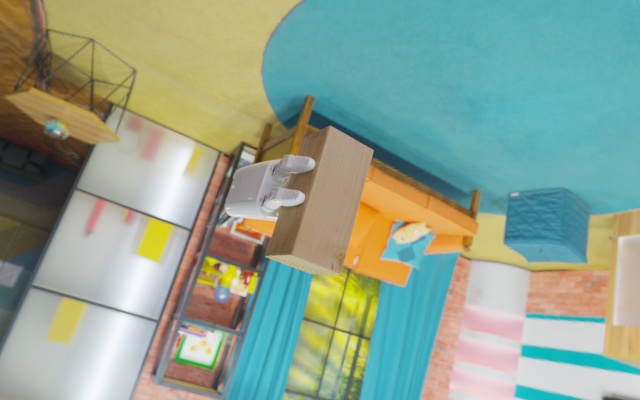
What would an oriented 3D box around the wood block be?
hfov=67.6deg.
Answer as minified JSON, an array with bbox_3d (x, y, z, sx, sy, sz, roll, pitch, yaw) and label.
[{"bbox_3d":[0.000,0.003,0.743,0.091,0.206,0.090,25,-20,-27],"label":"wood block"}]
